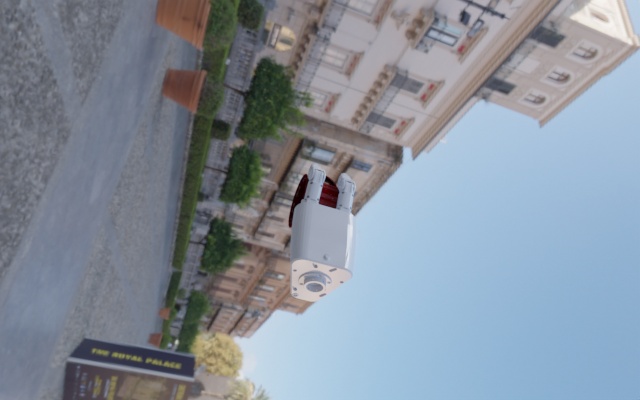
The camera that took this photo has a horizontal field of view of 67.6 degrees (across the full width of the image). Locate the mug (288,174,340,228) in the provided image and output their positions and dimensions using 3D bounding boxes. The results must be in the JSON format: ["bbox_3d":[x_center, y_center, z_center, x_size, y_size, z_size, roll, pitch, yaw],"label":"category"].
[{"bbox_3d":[0.000,0.002,0.806,0.081,0.117,0.093,17,-43,-12],"label":"mug"}]
